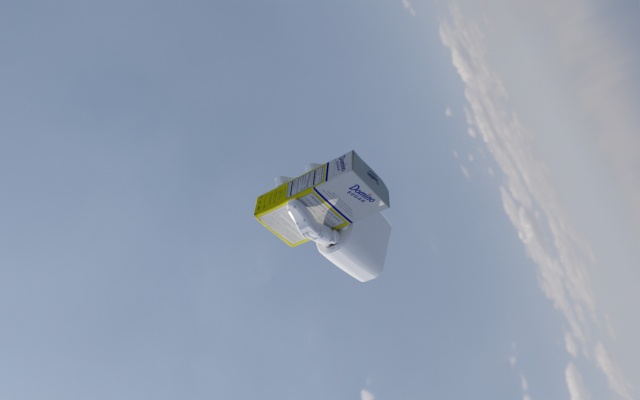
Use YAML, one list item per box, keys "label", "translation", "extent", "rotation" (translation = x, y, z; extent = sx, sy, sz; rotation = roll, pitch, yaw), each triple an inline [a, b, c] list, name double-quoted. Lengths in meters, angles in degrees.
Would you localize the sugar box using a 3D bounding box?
- label: "sugar box"
  translation: [0.000, 0.002, 0.681]
  extent: [0.176, 0.048, 0.093]
  rotation: [-25, -49, 28]
